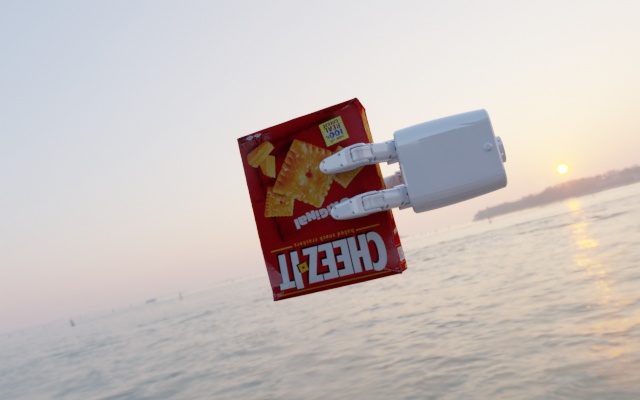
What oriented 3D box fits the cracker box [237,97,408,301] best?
[{"bbox_3d":[0.000,0.002,0.593,0.164,0.213,0.072,-15,-7,14],"label":"cracker box"}]
